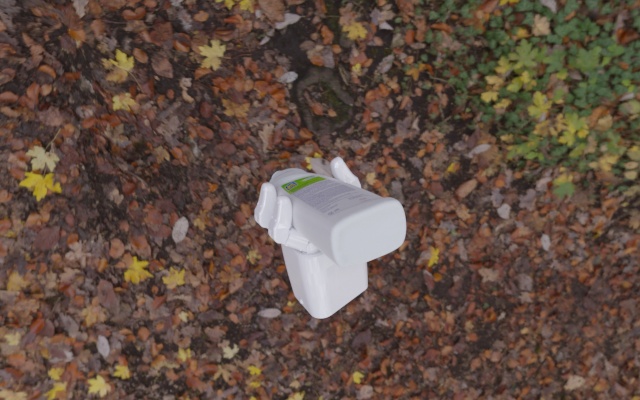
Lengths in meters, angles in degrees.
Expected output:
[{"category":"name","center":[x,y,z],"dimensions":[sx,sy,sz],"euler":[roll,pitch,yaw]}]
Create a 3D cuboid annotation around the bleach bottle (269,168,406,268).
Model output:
[{"category":"bleach bottle","center":[0.000,0.002,0.639],"dimensions":[0.102,0.068,0.250],"euler":[-19,26,-21]}]
